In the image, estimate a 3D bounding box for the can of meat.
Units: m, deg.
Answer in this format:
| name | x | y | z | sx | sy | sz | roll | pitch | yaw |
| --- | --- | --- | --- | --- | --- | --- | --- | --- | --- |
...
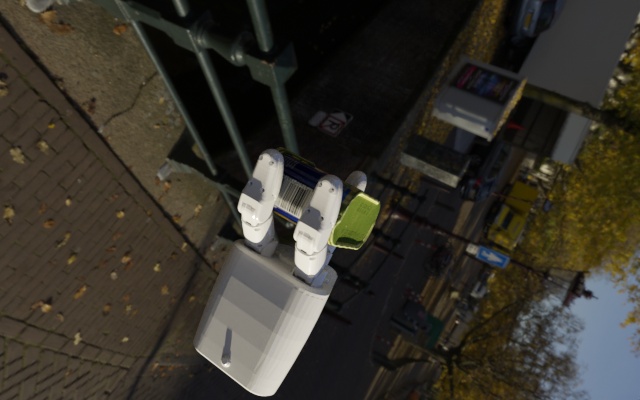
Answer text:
| name | x | y | z | sx | sy | sz | roll | pitch | yaw |
| --- | --- | --- | --- | --- | --- | --- | --- | --- | --- |
| can of meat | 0.000 | 0.002 | 0.431 | 0.084 | 0.057 | 0.102 | 29 | 3 | 22 |
